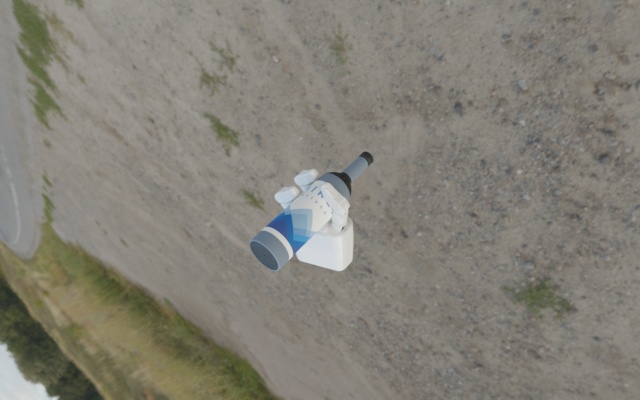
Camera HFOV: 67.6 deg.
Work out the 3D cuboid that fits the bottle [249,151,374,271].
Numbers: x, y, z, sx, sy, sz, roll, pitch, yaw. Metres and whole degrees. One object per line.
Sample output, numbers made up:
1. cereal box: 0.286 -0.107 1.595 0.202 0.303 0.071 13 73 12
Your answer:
1. bottle: 0.000 0.003 0.846 0.069 0.069 0.295 0 36 50
